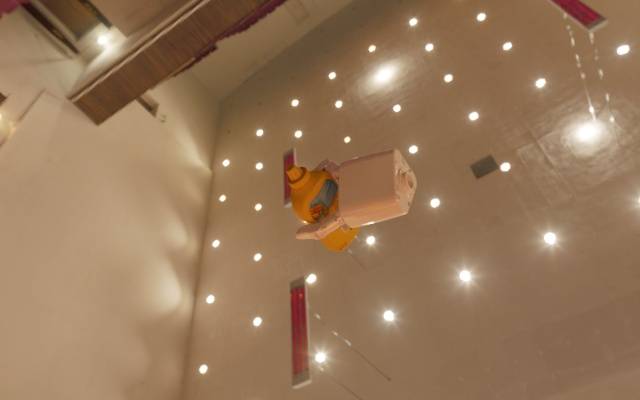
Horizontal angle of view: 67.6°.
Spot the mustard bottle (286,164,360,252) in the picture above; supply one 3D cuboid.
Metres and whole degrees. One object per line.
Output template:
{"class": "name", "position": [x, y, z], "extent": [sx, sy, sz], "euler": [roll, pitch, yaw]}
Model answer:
{"class": "mustard bottle", "position": [0.000, 0.003, 0.859], "extent": [0.058, 0.096, 0.192], "euler": [11, -30, 47]}
